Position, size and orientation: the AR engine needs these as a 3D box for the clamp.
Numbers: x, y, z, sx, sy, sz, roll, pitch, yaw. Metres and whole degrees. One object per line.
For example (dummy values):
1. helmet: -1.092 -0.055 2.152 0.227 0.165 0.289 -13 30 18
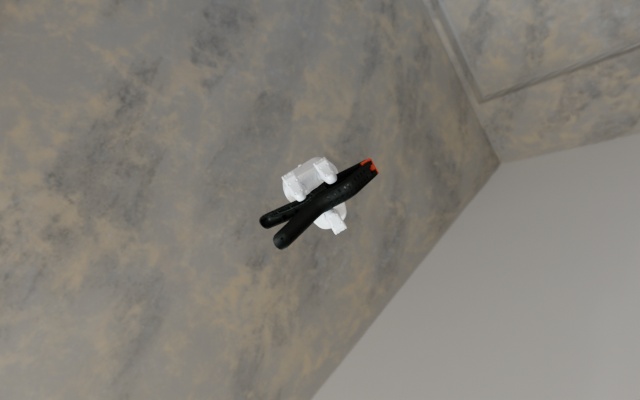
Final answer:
1. clamp: 0.001 0.003 0.739 0.210 0.036 0.164 -31 16 -1
